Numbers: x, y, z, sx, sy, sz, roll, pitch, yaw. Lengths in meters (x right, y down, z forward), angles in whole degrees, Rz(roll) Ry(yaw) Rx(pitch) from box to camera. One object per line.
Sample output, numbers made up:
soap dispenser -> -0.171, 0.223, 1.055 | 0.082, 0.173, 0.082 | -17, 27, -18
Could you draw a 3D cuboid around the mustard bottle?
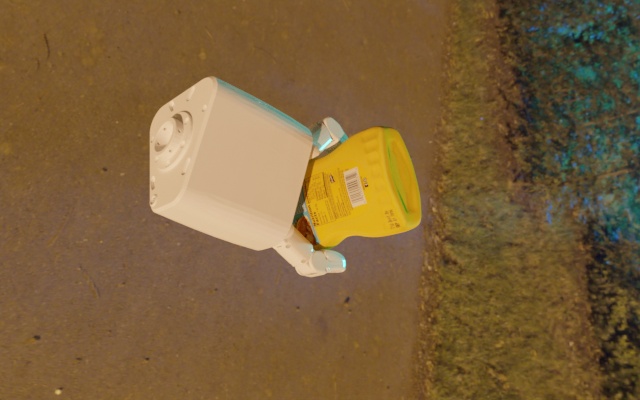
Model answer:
mustard bottle -> 0.000, 0.002, 0.474 | 0.191, 0.096, 0.058 | -18, -6, 38
